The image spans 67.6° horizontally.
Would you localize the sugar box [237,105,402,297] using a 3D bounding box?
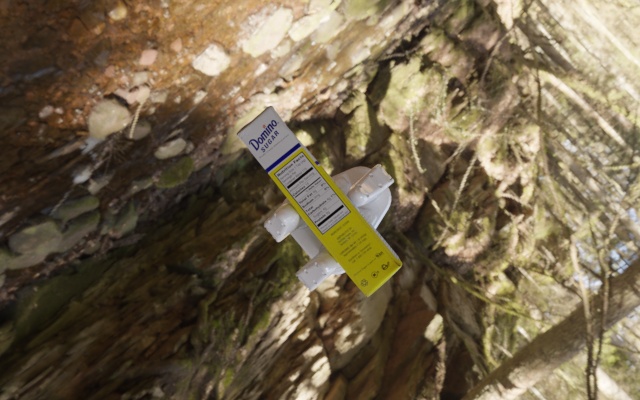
[{"bbox_3d":[0.000,0.002,0.438,0.048,0.176,0.093,-42,-4,0],"label":"sugar box"}]
